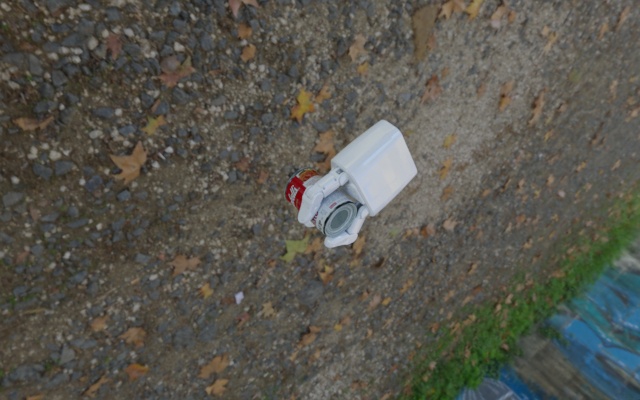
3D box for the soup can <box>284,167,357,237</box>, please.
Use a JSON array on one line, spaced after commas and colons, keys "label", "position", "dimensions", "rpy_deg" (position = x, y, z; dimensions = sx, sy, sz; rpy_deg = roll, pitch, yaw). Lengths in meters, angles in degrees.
[{"label": "soup can", "position": [0.000, 0.003, 0.751], "dimensions": [0.068, 0.068, 0.102], "rpy_deg": [0, 34, -49]}]
